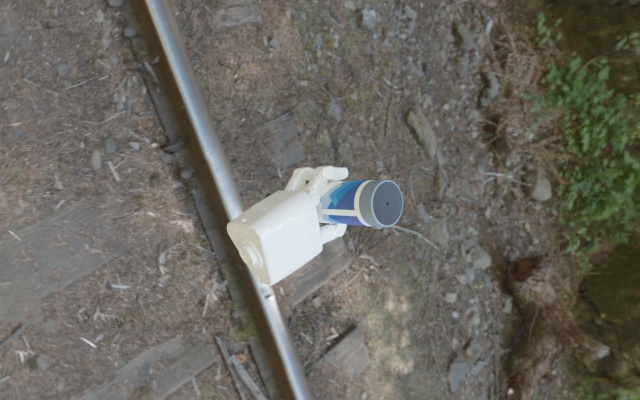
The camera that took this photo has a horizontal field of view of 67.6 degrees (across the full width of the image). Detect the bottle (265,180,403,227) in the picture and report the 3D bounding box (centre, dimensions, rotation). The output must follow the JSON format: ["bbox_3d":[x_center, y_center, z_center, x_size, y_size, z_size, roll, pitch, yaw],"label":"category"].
[{"bbox_3d":[0.000,0.003,0.781,0.069,0.069,0.295,0,1,-40],"label":"bottle"}]
